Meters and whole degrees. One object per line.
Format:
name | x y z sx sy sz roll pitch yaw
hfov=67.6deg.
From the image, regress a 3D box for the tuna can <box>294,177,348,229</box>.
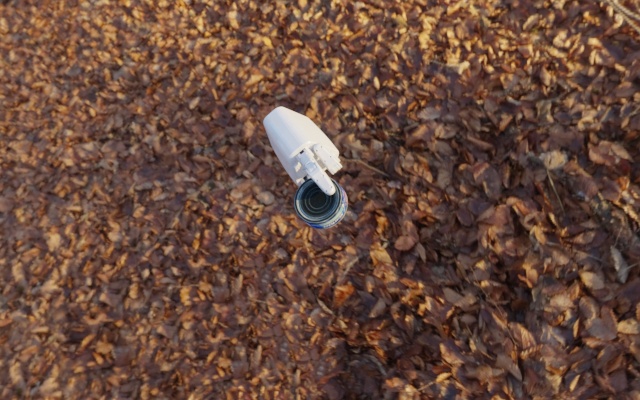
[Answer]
tuna can | 0.000 0.002 0.794 0.086 0.086 0.034 0 -18 19
